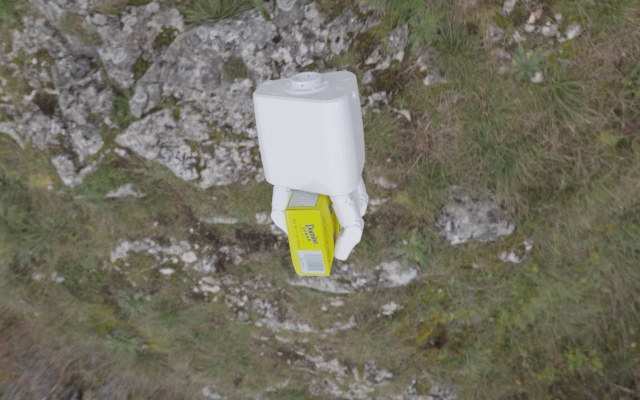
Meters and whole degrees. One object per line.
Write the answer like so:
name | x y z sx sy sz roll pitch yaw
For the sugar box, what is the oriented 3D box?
sugar box | 0.001 0.002 0.590 0.048 0.093 0.176 1 33 13
